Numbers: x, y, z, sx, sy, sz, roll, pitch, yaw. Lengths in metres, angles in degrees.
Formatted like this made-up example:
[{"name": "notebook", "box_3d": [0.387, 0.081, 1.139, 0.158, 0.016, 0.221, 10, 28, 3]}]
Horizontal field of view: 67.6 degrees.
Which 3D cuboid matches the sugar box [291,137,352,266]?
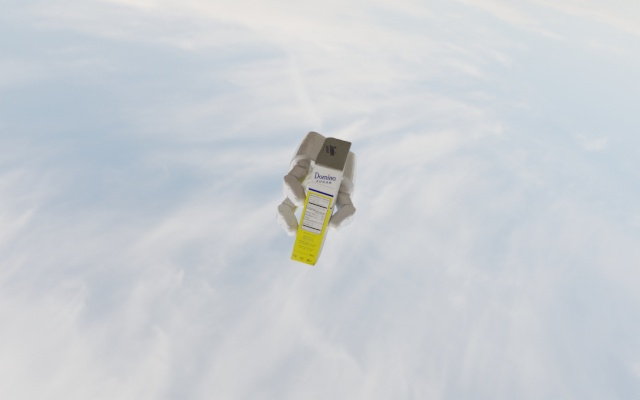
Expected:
[{"name": "sugar box", "box_3d": [0.000, 0.002, 0.711, 0.048, 0.176, 0.093, 15, 33, 4]}]
